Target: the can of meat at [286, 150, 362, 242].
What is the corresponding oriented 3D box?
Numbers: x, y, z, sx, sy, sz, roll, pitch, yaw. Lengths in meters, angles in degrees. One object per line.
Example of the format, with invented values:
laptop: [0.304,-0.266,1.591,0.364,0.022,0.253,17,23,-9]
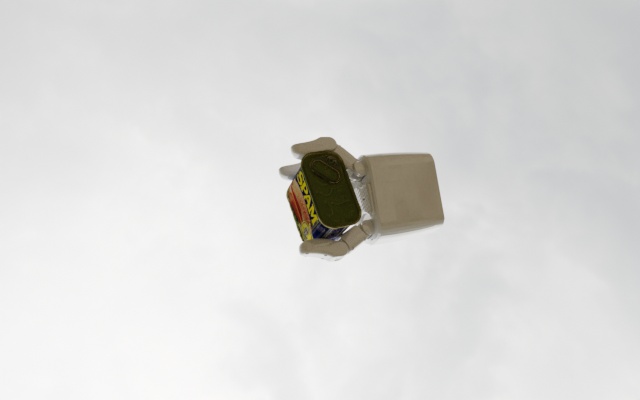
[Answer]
can of meat: [0.000,0.002,0.604,0.057,0.102,0.084,-10,-21,-24]
